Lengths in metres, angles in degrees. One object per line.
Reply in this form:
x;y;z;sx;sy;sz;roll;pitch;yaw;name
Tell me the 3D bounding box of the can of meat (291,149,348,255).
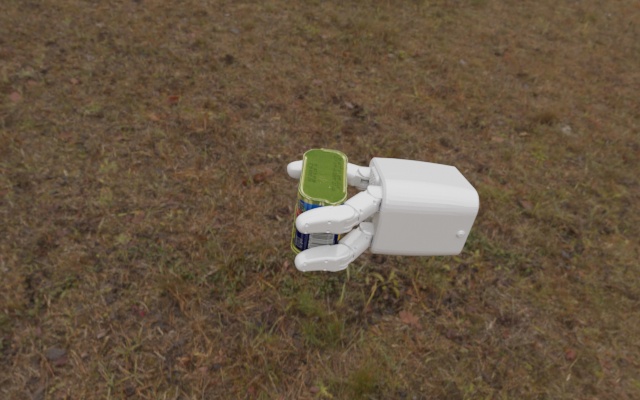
0.000;0.001;0.543;0.057;0.084;0.102;6;40;-2;can of meat
